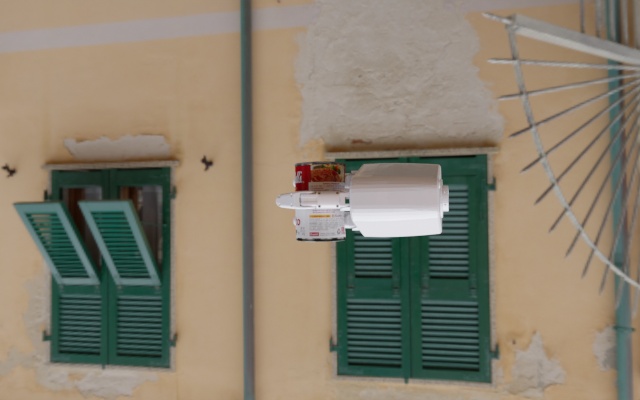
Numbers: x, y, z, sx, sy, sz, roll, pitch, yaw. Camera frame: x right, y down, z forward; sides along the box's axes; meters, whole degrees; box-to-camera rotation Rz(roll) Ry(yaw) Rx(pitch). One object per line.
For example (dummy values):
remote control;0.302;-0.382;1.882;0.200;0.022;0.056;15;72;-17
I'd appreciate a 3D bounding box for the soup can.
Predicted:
soup can;0.000;0.002;0.634;0.068;0.102;0.068;-1;-1;0
